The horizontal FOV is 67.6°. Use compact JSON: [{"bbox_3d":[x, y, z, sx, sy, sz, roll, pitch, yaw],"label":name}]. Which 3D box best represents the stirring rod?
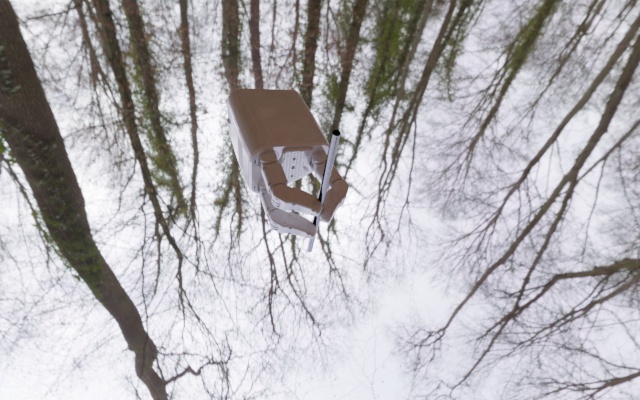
[{"bbox_3d":[0.000,0.002,0.549,0.011,0.011,0.240,0,-33,-9],"label":"stirring rod"}]
